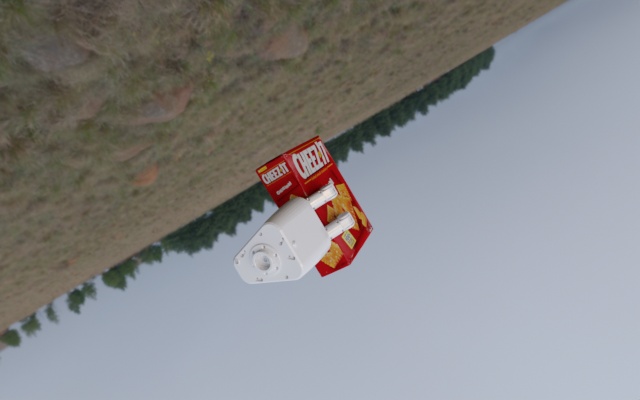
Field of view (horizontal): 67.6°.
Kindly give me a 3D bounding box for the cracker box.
[{"bbox_3d":[0.000,0.003,0.848,0.072,0.214,0.164,-28,6,27],"label":"cracker box"}]
